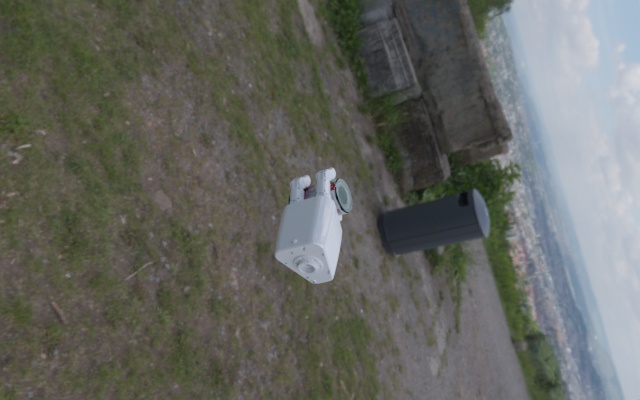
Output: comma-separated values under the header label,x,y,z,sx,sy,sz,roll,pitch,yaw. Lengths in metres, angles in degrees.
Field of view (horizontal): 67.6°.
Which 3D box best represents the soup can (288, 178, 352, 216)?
label,x,y,z,sx,sy,sz,roll,pitch,yaw
soup can,0.001,0.003,0.900,0.102,0.068,0.068,-16,-7,25
